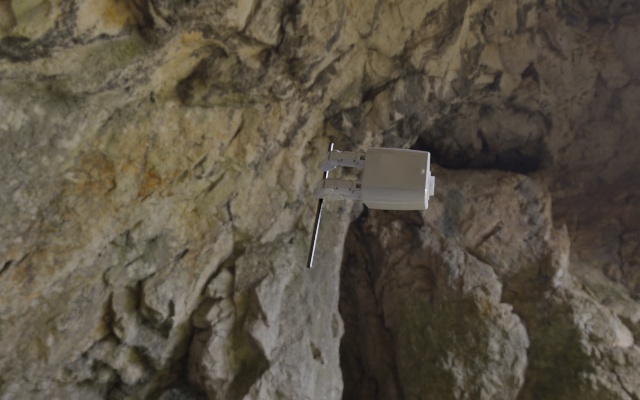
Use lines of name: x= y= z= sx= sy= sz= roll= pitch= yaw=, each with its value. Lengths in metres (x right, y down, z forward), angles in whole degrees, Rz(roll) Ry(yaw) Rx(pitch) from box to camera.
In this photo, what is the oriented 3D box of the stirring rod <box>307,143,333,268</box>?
stirring rod: x=0.000 y=0.003 z=0.839 sx=0.011 sy=0.239 sz=0.011 roll=8 pitch=-24 yaw=4
